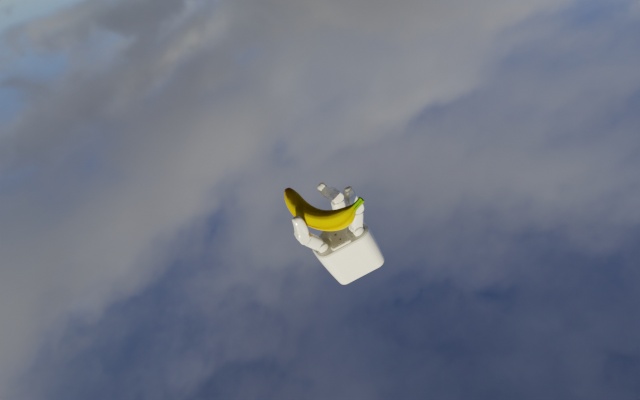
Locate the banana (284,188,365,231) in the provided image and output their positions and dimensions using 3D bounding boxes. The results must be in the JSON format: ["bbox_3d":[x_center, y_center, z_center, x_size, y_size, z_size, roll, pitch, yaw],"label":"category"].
[{"bbox_3d":[-0.005,0.019,0.883,0.198,0.069,0.037,10,-25,41],"label":"banana"}]
